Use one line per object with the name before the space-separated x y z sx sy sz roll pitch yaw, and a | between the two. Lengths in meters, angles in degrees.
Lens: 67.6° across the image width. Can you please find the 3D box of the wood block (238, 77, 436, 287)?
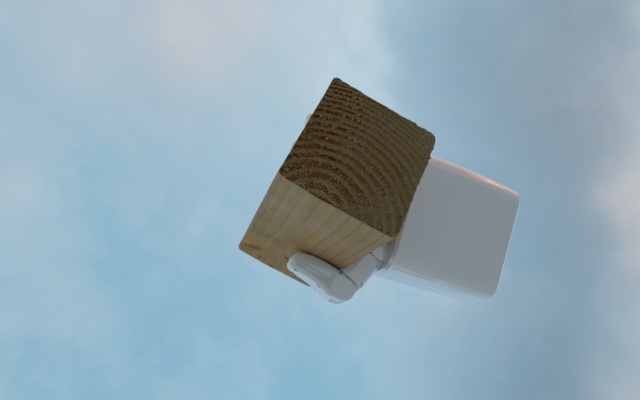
wood block | 0.000 0.002 0.414 0.090 0.090 0.206 29 -25 -5
